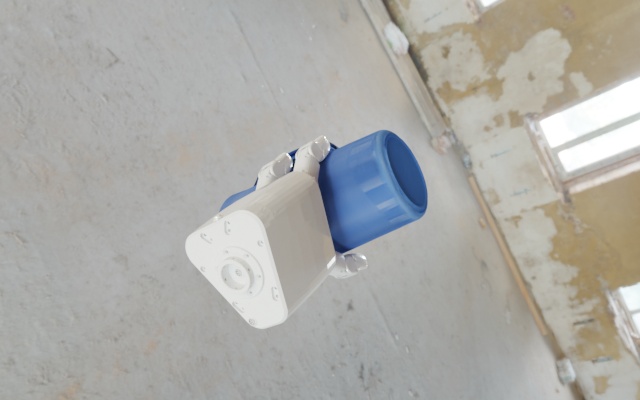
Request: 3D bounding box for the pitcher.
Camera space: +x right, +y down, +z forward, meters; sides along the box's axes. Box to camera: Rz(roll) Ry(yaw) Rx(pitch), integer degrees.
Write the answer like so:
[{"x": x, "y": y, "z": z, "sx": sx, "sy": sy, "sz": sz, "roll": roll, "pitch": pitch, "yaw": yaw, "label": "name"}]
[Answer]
[{"x": 0.000, "y": 0.002, "z": 0.588, "sx": 0.243, "sy": 0.149, "sz": 0.145, "roll": -25, "pitch": 6, "yaw": 31, "label": "pitcher"}]
